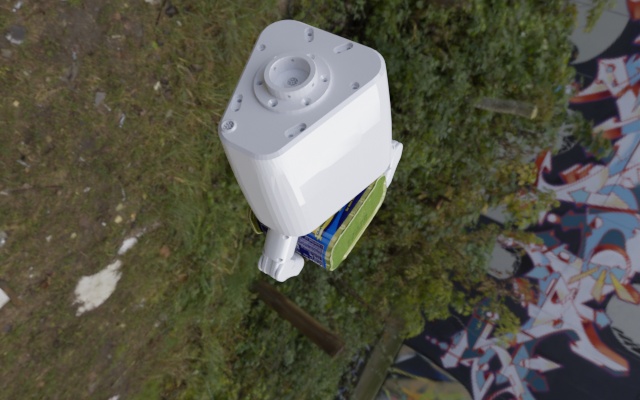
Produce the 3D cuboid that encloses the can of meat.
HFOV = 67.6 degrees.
[{"bbox_3d":[0.000,0.002,0.427,0.084,0.102,0.057,27,-25,20],"label":"can of meat"}]
